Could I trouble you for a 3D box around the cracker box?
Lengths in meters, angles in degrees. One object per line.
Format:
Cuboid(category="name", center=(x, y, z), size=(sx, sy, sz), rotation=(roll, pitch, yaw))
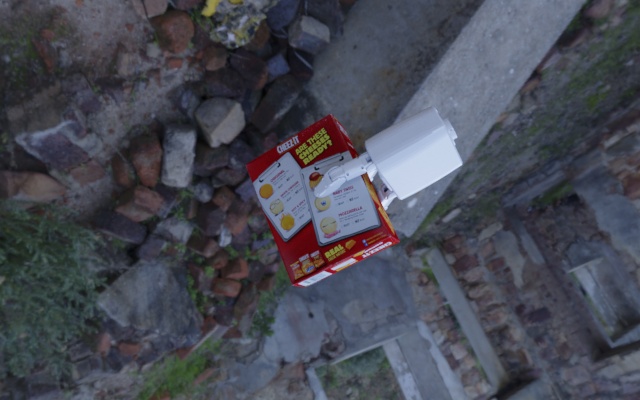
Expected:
Cuboid(category="cracker box", center=(0.000, 0.003, 0.734), size=(0.164, 0.213, 0.072), rotation=(-29, -21, 13))
